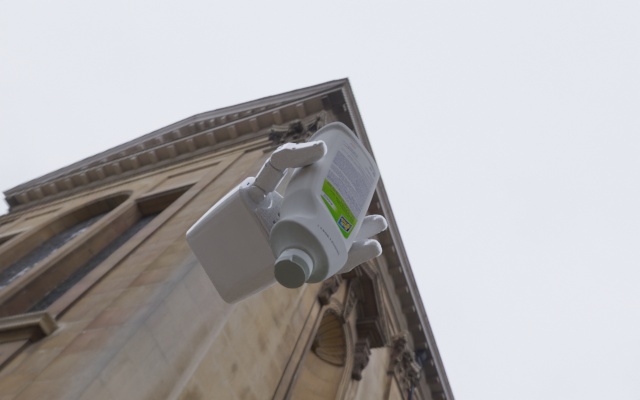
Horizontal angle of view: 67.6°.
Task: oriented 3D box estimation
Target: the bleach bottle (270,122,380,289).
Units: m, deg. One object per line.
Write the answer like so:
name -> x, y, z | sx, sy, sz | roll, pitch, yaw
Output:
bleach bottle -> 0.000, 0.002, 0.504 | 0.068, 0.102, 0.250 | -35, 12, 27
